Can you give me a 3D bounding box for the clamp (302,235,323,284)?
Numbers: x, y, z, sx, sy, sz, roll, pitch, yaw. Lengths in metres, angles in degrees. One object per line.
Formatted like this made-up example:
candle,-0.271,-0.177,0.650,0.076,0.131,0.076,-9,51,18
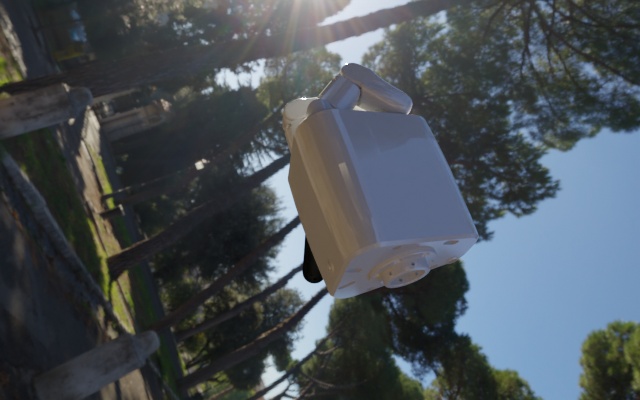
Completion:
clamp,0.001,0.001,0.463,0.039,0.120,0.172,-4,-30,-8
